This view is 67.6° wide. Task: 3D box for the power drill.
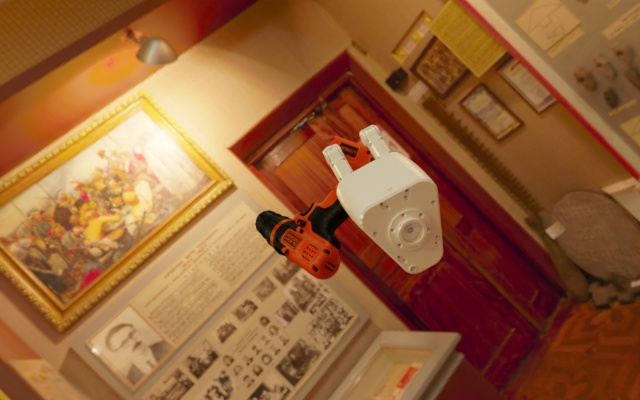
[{"bbox_3d":[0.000,0.002,0.677,0.057,0.187,0.184,38,-6,-41],"label":"power drill"}]
